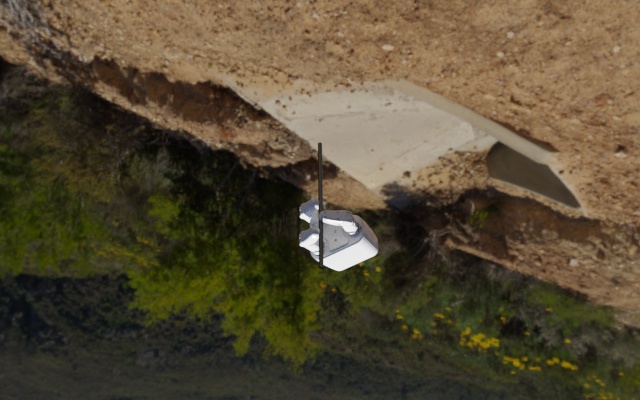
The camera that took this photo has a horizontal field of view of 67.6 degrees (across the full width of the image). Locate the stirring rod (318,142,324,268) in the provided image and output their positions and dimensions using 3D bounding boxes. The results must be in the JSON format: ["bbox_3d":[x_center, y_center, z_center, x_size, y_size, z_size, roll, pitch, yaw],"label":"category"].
[{"bbox_3d":[0.000,0.003,0.848,0.011,0.239,0.011,-1,-24,0],"label":"stirring rod"}]
